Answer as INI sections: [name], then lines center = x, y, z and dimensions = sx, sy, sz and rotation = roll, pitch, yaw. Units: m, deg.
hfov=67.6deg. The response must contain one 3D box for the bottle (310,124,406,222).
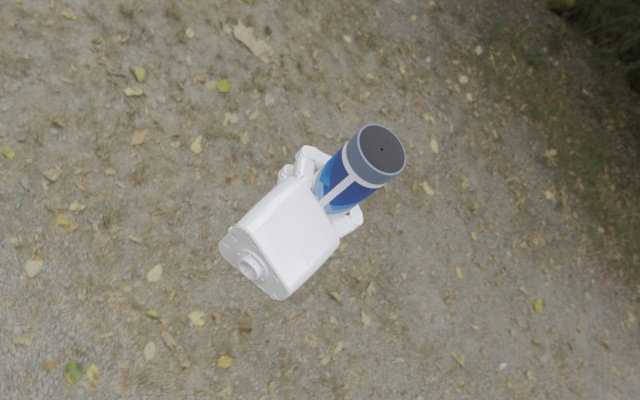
[bottle]
center = 0.000, 0.002, 0.651
dimensions = 0.069, 0.069, 0.296
rotation = 0, -24, -31
